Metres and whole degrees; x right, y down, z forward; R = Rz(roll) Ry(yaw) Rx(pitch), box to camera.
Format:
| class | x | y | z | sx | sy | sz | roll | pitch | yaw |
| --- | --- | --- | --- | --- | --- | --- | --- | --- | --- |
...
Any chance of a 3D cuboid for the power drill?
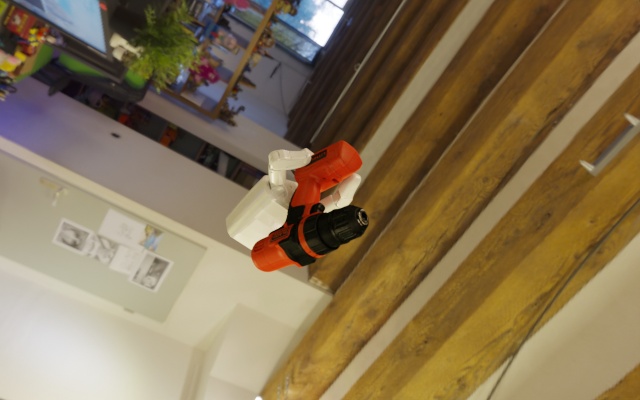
| class | x | y | z | sx | sy | sz | roll | pitch | yaw |
| --- | --- | --- | --- | --- | --- | --- | --- | --- | --- |
| power drill | 0.000 | 0.002 | 0.641 | 0.184 | 0.057 | 0.187 | -23 | 31 | 36 |
